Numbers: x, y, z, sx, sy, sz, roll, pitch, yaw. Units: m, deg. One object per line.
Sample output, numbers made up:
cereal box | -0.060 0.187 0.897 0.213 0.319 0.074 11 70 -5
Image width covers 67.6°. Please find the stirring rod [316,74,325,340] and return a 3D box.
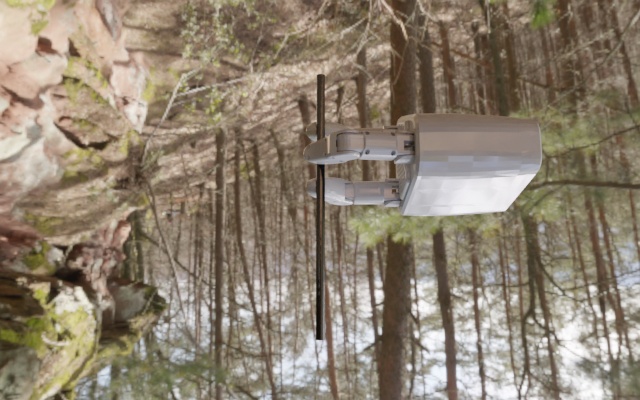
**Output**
stirring rod | 0.000 0.001 0.430 0.011 0.239 0.011 0 -9 0
